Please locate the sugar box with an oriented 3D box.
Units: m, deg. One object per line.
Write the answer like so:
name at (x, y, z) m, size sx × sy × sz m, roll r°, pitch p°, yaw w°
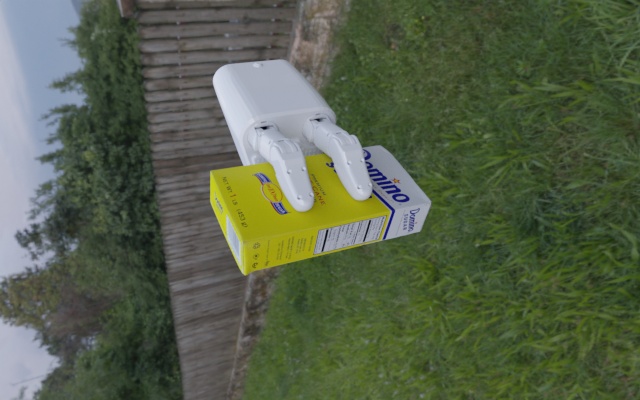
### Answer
sugar box at (0.000, 0.001, 0.427) m, size 0.176 × 0.048 × 0.093 m, roll -13°, pitch 47°, yaw -22°
